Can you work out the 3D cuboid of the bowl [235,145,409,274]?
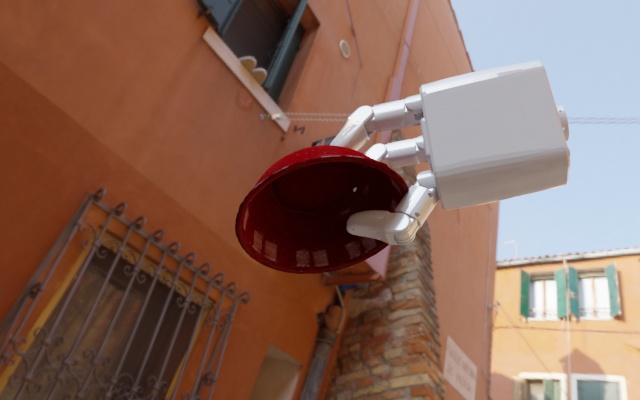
[{"bbox_3d":[-0.001,0.001,0.449,0.162,0.055,0.162,-8,-42,-7],"label":"bowl"}]
